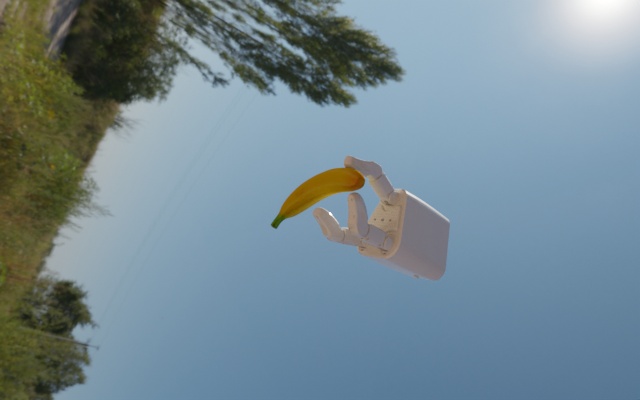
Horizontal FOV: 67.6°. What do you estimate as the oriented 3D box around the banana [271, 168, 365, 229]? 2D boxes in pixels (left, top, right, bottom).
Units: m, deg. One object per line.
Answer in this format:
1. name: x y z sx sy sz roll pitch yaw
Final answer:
1. banana: 0.001 -0.011 0.709 0.037 0.069 0.198 33 -40 -27
